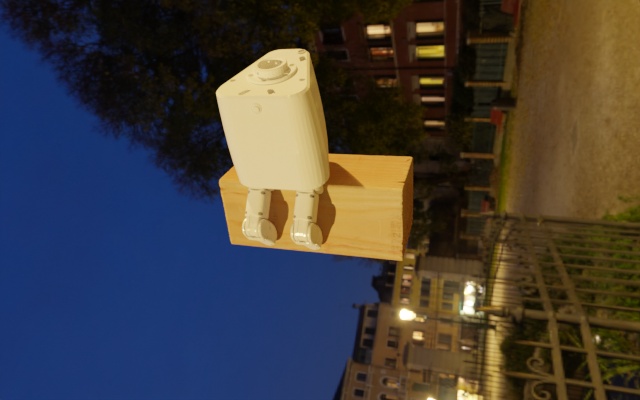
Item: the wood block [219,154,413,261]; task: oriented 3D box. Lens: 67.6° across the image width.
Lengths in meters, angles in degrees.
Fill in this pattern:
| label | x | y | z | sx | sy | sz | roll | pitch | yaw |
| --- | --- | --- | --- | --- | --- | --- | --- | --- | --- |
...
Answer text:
| label | x | y | z | sx | sy | sz | roll | pitch | yaw |
| --- | --- | --- | --- | --- | --- | --- | --- | --- | --- |
| wood block | 0.000 | 0.001 | 0.562 | 0.206 | 0.090 | 0.090 | 4 | 29 | 17 |
